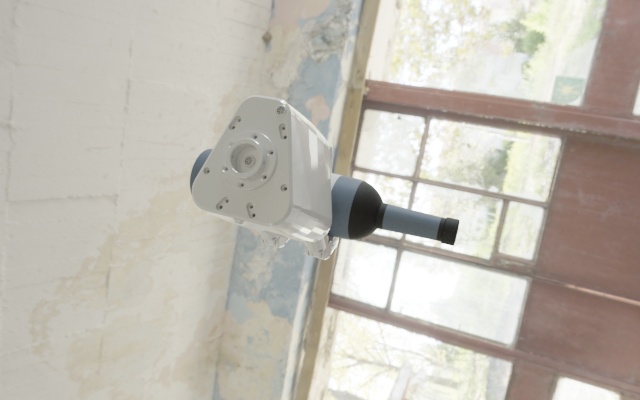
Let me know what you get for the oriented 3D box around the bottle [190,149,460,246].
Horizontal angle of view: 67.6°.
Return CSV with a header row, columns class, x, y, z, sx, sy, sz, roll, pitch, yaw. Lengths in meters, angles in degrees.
class,x,y,z,sx,sy,sz,roll,pitch,yaw
bottle,0.000,0.002,0.523,0.295,0.069,0.069,13,4,18
